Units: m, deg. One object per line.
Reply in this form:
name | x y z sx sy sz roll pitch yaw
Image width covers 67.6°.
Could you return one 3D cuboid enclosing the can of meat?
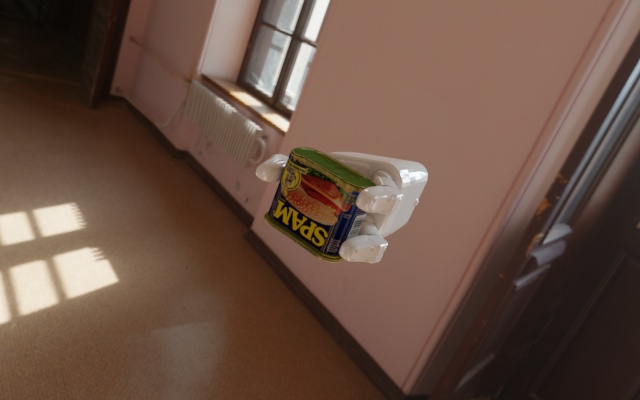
can of meat | 0.000 0.001 0.498 0.102 0.084 0.057 32 21 27
